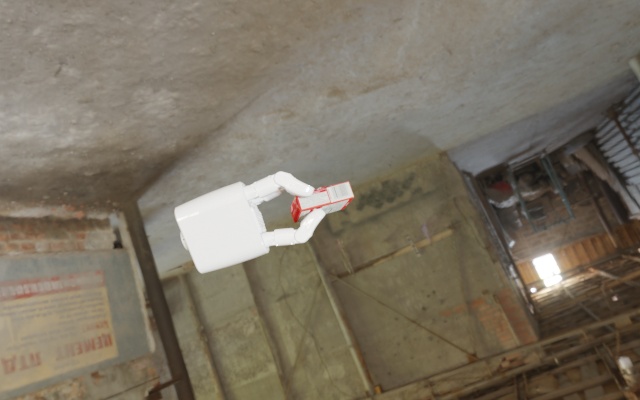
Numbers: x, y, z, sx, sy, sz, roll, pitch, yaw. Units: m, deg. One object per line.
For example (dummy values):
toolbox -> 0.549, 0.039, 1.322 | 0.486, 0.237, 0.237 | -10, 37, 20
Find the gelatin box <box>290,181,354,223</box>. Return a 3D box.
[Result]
gelatin box -> 0.001, 0.003, 0.744 | 0.089, 0.030, 0.073 | -15, -12, -13
